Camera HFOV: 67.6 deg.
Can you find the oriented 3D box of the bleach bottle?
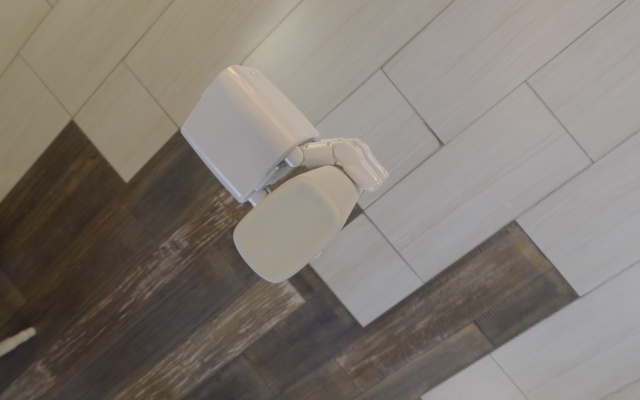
[{"bbox_3d":[0.000,0.002,0.523,0.102,0.068,0.251,-41,0,17],"label":"bleach bottle"}]
